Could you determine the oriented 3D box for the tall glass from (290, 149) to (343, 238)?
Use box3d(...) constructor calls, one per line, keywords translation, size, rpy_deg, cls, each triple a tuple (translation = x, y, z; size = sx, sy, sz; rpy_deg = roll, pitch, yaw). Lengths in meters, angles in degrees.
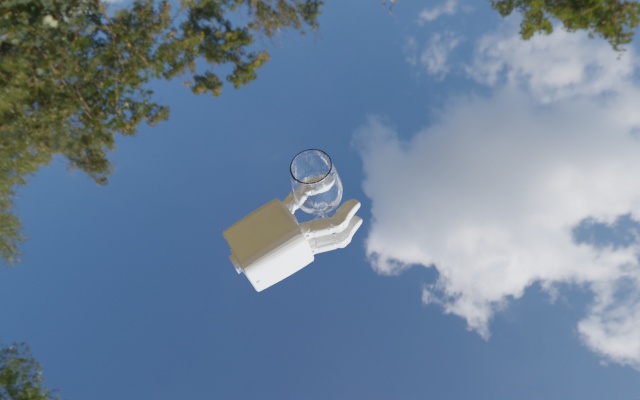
box3d(translation=(0.000, 0.003, 0.767), size=(0.079, 0.079, 0.201), rpy_deg=(0, -32, 9), cls="tall glass")
